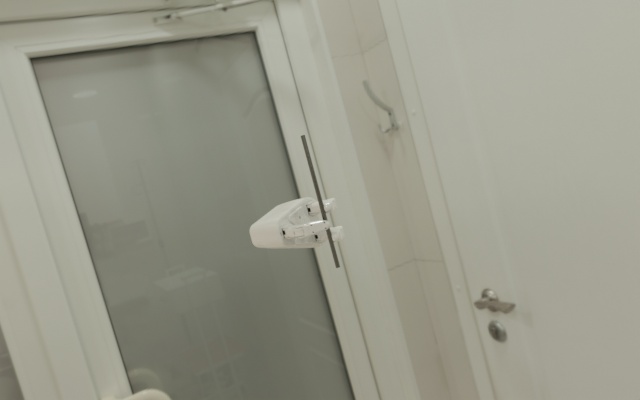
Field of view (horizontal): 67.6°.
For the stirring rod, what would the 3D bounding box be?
[{"bbox_3d":[0.000,0.003,0.839,0.011,0.239,0.011,-15,4,1],"label":"stirring rod"}]
